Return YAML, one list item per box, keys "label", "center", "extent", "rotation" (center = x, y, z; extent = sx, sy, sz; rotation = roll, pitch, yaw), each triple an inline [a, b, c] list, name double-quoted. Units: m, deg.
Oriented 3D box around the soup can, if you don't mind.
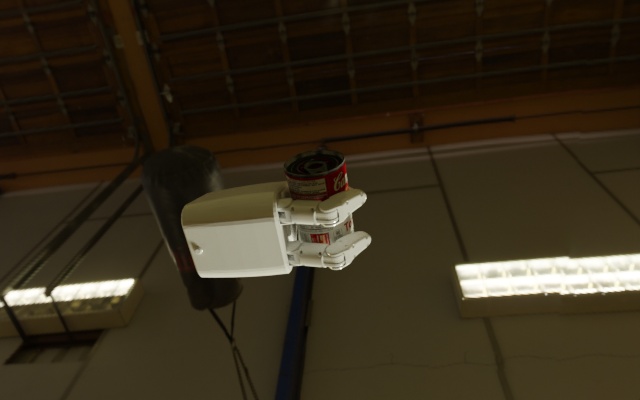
- label: "soup can"
  center: [0.001, 0.002, 0.545]
  extent: [0.068, 0.102, 0.068]
  rotation: [-7, 27, 4]
